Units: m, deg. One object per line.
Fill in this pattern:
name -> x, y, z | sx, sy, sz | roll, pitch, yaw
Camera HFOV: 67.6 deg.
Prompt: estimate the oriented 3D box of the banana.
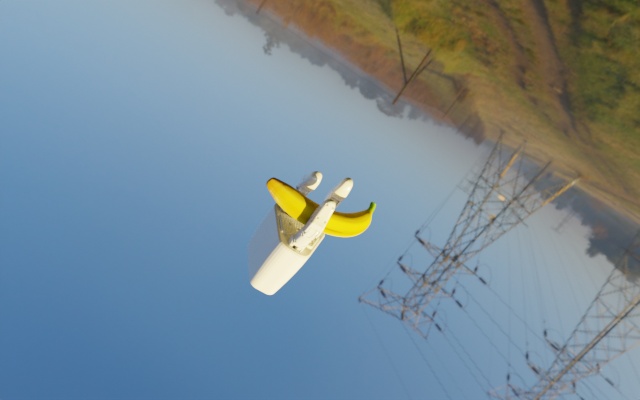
banana -> 0.006, 0.018, 0.730 | 0.198, 0.069, 0.037 | 15, -41, -31
